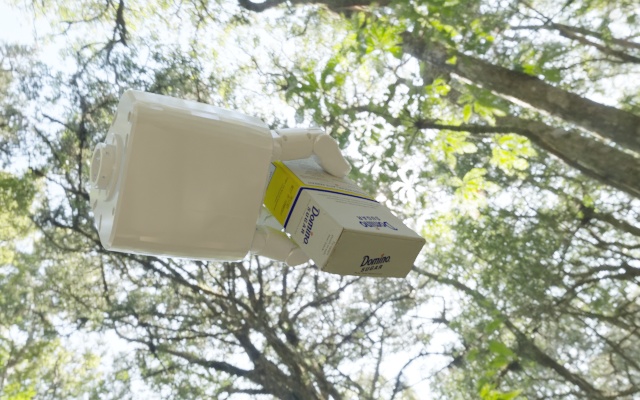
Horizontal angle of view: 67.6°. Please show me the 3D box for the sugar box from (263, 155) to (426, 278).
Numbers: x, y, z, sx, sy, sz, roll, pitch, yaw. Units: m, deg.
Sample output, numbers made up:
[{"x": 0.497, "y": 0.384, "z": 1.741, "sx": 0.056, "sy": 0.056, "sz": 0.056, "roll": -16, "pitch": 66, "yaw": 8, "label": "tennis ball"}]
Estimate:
[{"x": 0.000, "y": 0.002, "z": 0.423, "sx": 0.093, "sy": 0.048, "sz": 0.176, "roll": 10, "pitch": 25, "yaw": -38, "label": "sugar box"}]
